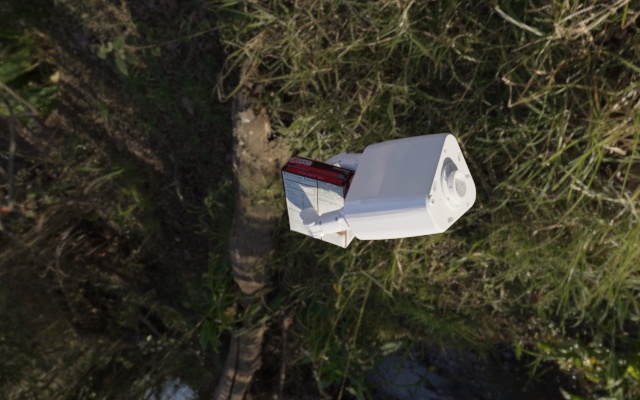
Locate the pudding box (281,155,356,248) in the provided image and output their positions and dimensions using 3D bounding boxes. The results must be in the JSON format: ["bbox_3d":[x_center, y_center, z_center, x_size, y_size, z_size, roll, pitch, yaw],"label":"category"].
[{"bbox_3d":[0.000,0.002,0.621,0.090,0.114,0.039,17,45,22],"label":"pudding box"}]
